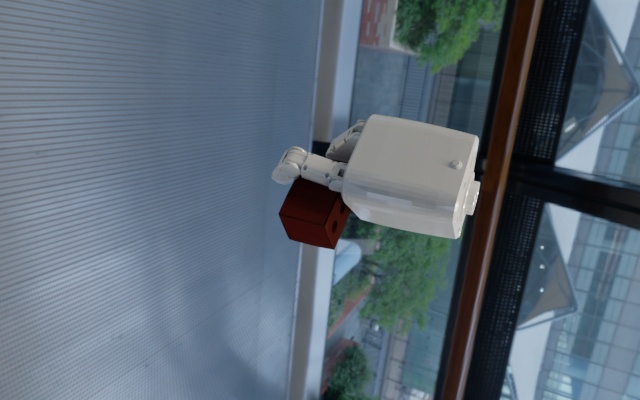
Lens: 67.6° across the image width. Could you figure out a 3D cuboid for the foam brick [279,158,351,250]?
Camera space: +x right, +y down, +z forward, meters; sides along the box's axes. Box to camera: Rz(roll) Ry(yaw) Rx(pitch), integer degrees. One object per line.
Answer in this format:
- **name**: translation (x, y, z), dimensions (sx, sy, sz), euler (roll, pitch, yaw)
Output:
- **foam brick**: translation (0.000, 0.002, 0.485), dimensions (0.051, 0.078, 0.053), euler (15, -27, 20)
